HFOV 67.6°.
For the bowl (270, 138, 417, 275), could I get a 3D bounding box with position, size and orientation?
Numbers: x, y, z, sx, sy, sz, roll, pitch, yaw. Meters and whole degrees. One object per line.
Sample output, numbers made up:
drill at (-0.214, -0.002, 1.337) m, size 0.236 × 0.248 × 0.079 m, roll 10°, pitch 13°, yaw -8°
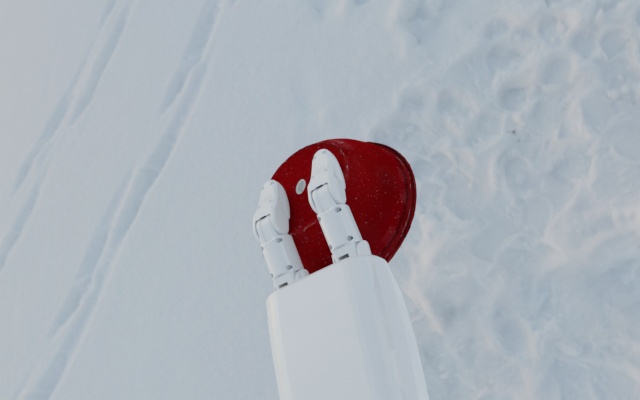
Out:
bowl at (-0.001, 0.000, 0.422) m, size 0.162 × 0.162 × 0.055 m, roll 0°, pitch -30°, yaw 42°
